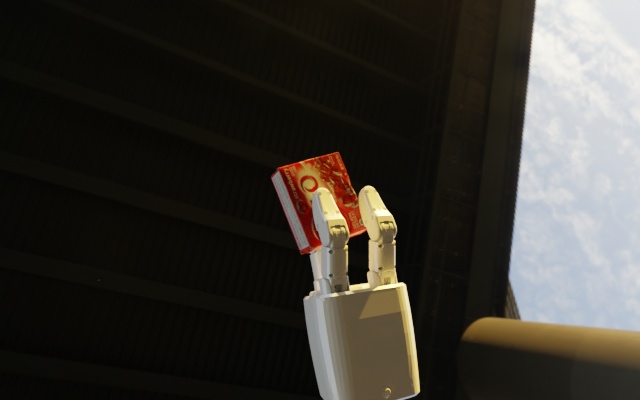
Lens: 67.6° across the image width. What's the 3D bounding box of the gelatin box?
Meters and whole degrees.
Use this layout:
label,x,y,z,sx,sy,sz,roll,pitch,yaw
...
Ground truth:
label,x,y,z,sx,sy,sz,roll,pitch,yaw
gelatin box,0.000,0.001,0.491,0.073,0.089,0.030,-18,-9,-28
